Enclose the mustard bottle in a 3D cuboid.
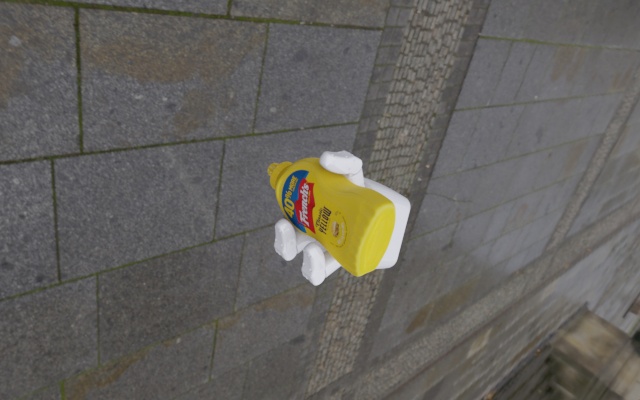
[{"bbox_3d":[0.000,0.002,0.580,0.058,0.096,0.191,-17,40,-40],"label":"mustard bottle"}]
